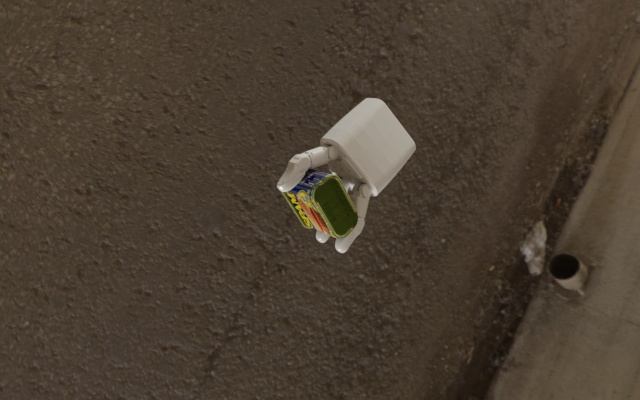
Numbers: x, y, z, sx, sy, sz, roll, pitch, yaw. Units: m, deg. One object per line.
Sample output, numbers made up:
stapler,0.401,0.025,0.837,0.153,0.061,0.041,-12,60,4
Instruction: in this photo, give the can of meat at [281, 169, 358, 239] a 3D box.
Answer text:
can of meat,0.000,0.002,0.698,0.057,0.102,0.084,-42,32,-20
